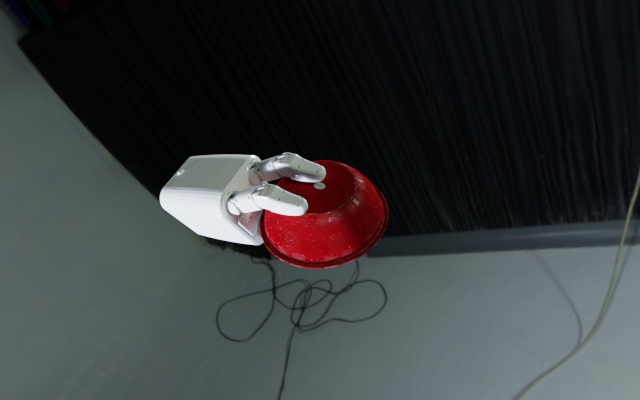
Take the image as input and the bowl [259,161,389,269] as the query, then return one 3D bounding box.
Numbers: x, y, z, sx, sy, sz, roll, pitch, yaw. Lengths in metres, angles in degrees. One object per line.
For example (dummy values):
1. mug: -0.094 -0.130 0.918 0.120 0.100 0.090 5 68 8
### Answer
1. bowl: 0.001 0.002 0.576 0.162 0.162 0.055 0 -44 10
